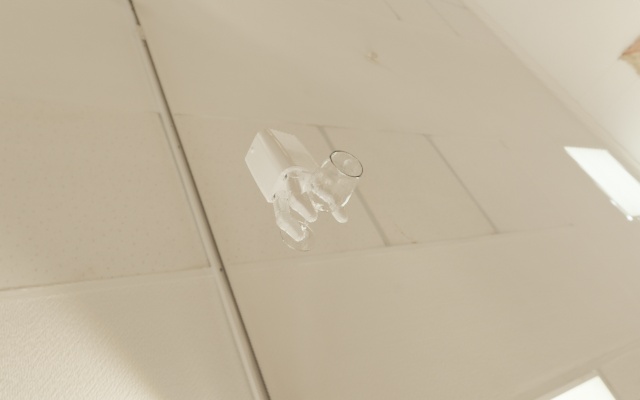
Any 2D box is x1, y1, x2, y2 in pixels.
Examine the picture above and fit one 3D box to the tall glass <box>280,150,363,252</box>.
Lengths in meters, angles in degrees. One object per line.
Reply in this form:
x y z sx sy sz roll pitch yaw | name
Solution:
0.000 0.003 0.851 0.079 0.079 0.201 0 -40 -35 | tall glass
